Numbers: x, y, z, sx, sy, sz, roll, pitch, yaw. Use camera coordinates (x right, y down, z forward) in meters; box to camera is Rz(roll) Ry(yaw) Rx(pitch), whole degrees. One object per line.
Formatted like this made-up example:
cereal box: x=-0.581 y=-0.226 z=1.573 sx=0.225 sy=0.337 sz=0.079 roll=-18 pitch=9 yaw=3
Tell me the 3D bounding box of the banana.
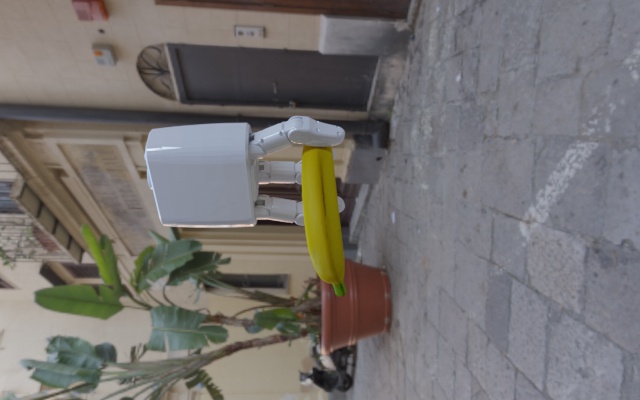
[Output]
banana: x=0.000 y=0.000 z=0.504 sx=0.037 sy=0.197 sz=0.070 roll=-6 pitch=-15 yaw=0
